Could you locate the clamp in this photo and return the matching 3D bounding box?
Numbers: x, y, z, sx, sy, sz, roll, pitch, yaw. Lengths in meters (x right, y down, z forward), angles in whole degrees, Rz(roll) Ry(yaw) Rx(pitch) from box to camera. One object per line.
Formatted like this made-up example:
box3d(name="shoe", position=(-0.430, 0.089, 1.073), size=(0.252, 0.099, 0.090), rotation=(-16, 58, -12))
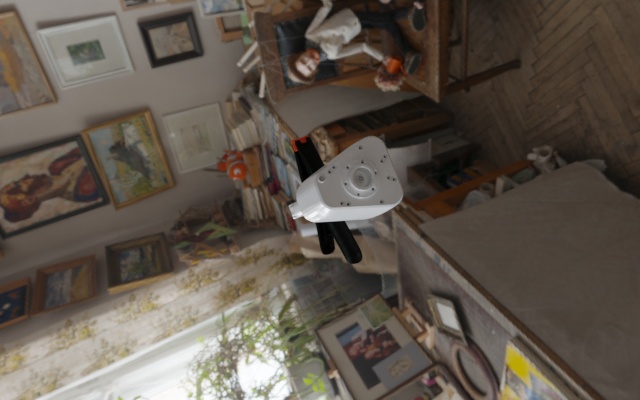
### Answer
box3d(name="clamp", position=(-0.001, 0.002, 0.764), size=(0.036, 0.210, 0.164), rotation=(-20, -3, -15))
